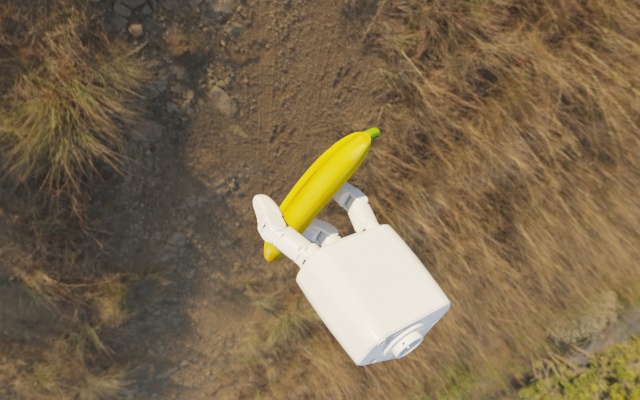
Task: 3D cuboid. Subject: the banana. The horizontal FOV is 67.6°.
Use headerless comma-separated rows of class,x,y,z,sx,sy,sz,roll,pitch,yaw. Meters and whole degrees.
banana,-0.005,-0.004,0.518,0.037,0.198,0.069,46,10,23
